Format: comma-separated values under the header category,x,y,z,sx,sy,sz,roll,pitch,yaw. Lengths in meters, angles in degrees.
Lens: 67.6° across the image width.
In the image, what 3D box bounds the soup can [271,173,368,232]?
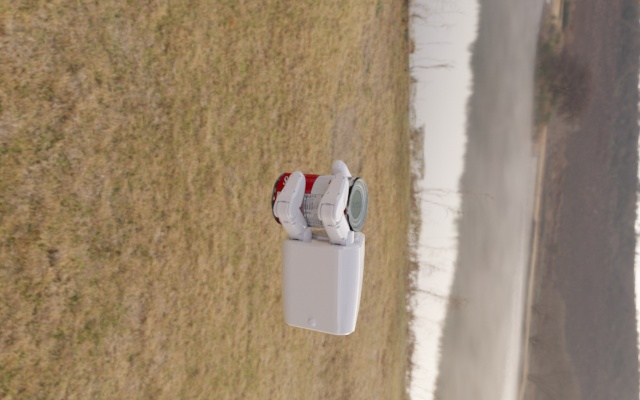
category,x,y,z,sx,sy,sz,roll,pitch,yaw
soup can,0.000,0.001,0.586,0.102,0.068,0.068,5,2,25
